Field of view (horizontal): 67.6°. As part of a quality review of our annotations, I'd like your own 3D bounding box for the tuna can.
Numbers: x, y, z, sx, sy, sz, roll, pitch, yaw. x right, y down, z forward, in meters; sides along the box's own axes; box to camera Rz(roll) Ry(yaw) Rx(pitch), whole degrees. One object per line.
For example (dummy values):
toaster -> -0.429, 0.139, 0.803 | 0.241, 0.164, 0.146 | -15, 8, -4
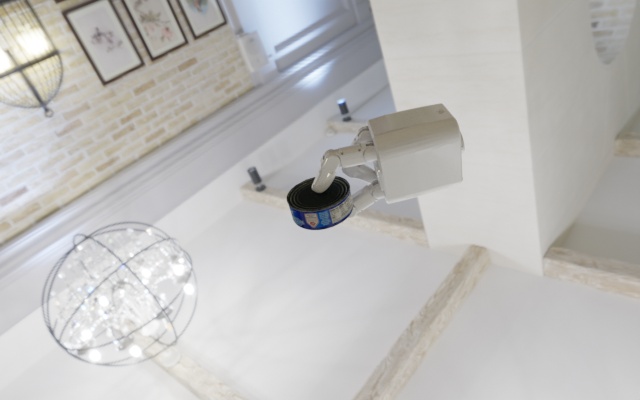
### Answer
tuna can -> 0.000, 0.003, 0.638 | 0.086, 0.034, 0.086 | -10, 31, 6
